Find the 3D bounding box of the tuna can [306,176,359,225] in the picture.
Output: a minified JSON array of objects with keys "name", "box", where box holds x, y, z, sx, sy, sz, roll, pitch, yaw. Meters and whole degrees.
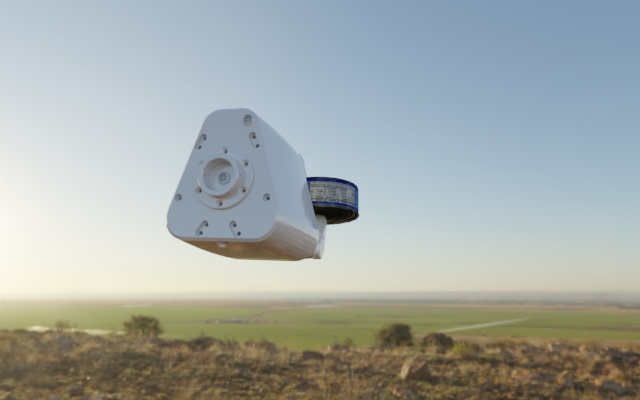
[{"name":"tuna can","box":[0.000,0.001,0.531,0.086,0.033,0.086,1,-16,0]}]
